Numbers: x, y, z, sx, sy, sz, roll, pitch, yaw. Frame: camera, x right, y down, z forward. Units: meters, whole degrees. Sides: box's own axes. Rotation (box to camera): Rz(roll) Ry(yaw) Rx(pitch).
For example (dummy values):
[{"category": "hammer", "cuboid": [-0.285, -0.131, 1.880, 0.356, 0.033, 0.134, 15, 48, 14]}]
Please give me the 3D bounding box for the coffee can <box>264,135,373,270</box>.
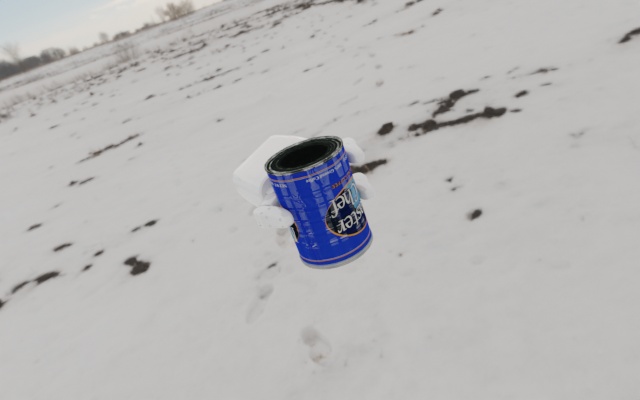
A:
[{"category": "coffee can", "cuboid": [0.000, 0.002, 0.612, 0.103, 0.140, 0.102, -16, 25, 8]}]
